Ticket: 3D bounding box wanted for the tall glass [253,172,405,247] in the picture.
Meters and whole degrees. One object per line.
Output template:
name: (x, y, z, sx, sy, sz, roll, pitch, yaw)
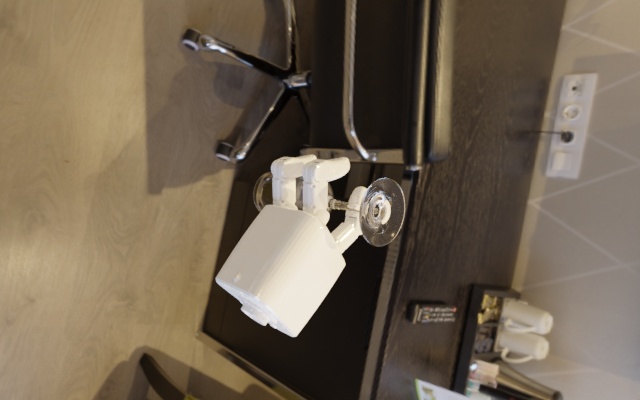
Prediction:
tall glass: (0.001, 0.002, 0.582, 0.079, 0.079, 0.201, 0, 7, -43)
